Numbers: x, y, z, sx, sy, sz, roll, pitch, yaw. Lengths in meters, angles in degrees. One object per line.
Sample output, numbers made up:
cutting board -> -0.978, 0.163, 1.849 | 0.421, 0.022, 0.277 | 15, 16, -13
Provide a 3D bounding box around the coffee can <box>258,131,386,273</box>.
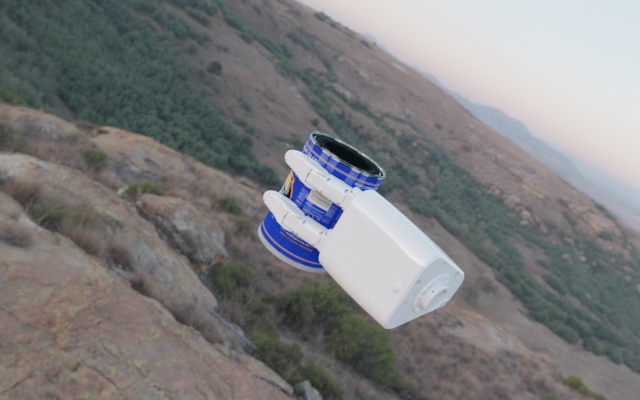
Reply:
coffee can -> 0.000, 0.002, 0.583 | 0.103, 0.140, 0.102 | 27, 18, -10
